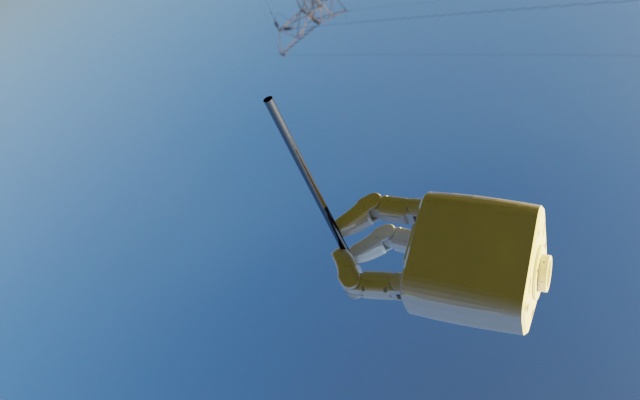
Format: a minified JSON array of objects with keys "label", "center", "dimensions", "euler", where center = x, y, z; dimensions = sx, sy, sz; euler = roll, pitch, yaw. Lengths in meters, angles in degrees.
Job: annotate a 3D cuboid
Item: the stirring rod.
[{"label":"stirring rod","center":[0.000,0.001,0.453],"dimensions":[0.011,0.011,0.240],"euler":[0,-42,28]}]
